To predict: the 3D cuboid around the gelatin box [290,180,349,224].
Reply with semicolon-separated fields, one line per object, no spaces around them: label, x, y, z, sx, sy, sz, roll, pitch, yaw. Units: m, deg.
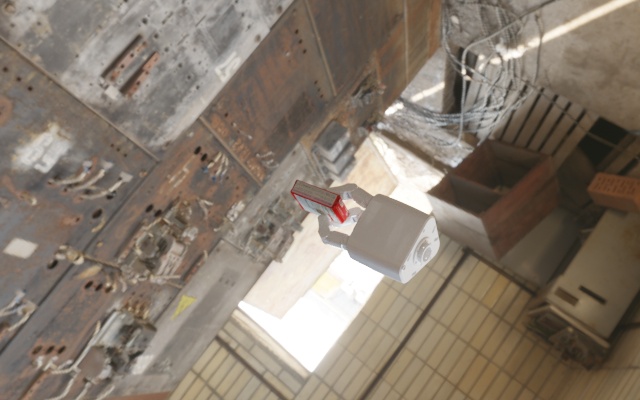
gelatin box;0.000;0.003;0.832;0.089;0.030;0.073;20;-17;24
